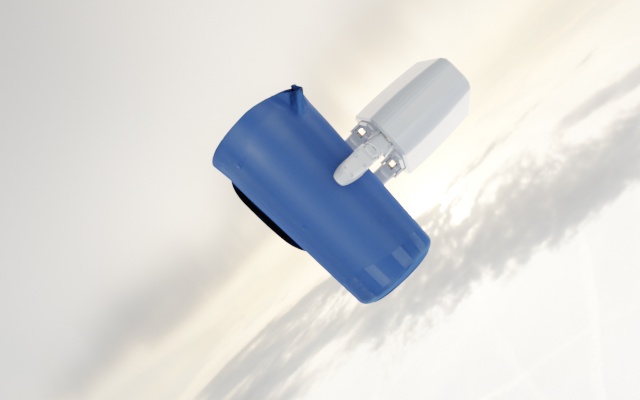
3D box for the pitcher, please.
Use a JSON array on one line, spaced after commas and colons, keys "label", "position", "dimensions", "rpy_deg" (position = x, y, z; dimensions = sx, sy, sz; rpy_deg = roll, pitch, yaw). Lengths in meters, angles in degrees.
[{"label": "pitcher", "position": [0.000, 0.002, 0.550], "dimensions": [0.145, 0.243, 0.149], "rpy_deg": [-44, -3, 0]}]
